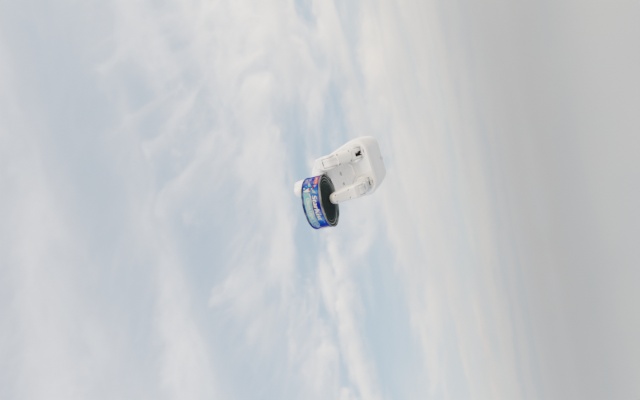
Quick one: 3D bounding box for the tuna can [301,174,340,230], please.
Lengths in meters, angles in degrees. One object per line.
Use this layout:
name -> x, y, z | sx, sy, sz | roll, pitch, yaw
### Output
tuna can -> 0.000, 0.003, 0.760 | 0.034, 0.086, 0.086 | -12, -4, 19
